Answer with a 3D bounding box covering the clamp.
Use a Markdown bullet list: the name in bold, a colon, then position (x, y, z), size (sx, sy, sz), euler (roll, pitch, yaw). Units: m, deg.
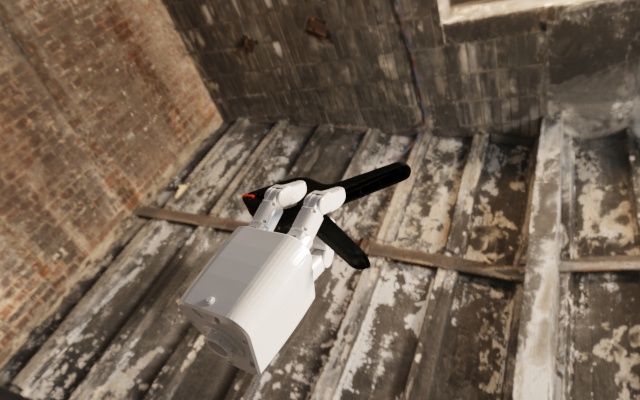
- **clamp**: position (0.000, 0.003, 0.581), size (0.210, 0.036, 0.164), euler (9, 44, 34)
